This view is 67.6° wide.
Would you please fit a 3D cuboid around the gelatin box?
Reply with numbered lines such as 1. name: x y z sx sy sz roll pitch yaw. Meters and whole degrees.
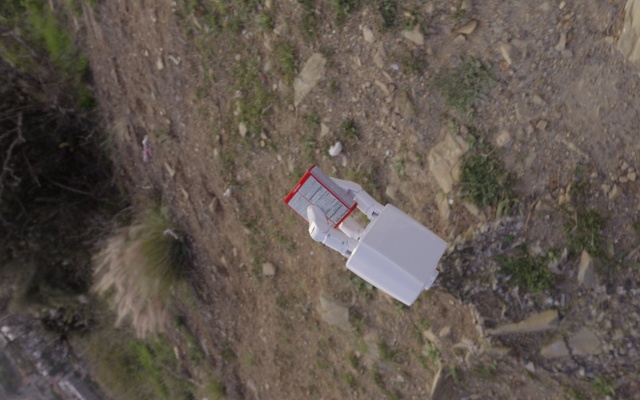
1. gelatin box: 0.000 0.002 0.716 0.073 0.089 0.030 -49 0 37
